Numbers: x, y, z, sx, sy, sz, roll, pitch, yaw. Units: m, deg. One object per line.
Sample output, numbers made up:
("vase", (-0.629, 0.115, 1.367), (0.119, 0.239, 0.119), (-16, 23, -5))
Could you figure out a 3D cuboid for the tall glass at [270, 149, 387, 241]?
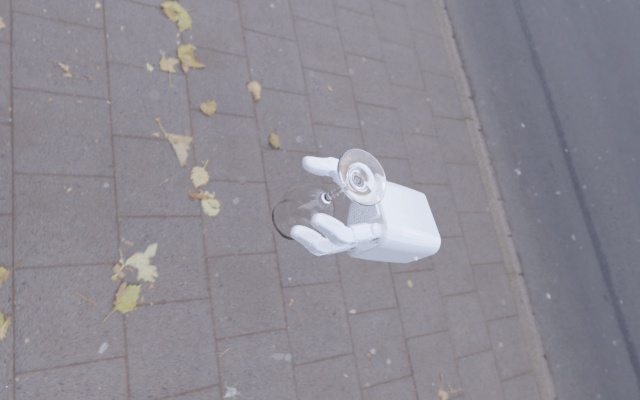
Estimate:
("tall glass", (0.000, 0.002, 0.660), (0.079, 0.079, 0.201), (0, -18, -33))
